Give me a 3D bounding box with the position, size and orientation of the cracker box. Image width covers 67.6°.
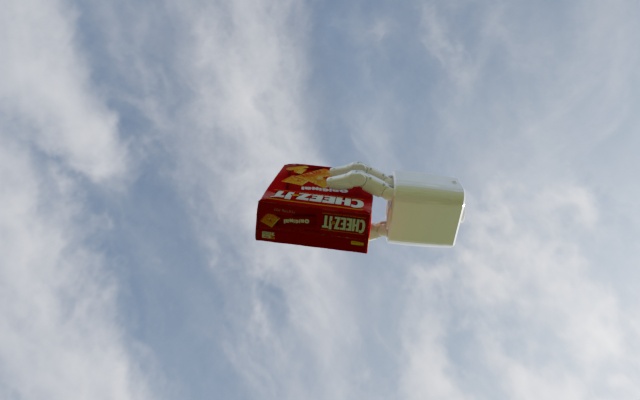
[{"bbox_3d":[0.000,0.003,0.768,0.164,0.072,0.213,6,19,4],"label":"cracker box"}]
